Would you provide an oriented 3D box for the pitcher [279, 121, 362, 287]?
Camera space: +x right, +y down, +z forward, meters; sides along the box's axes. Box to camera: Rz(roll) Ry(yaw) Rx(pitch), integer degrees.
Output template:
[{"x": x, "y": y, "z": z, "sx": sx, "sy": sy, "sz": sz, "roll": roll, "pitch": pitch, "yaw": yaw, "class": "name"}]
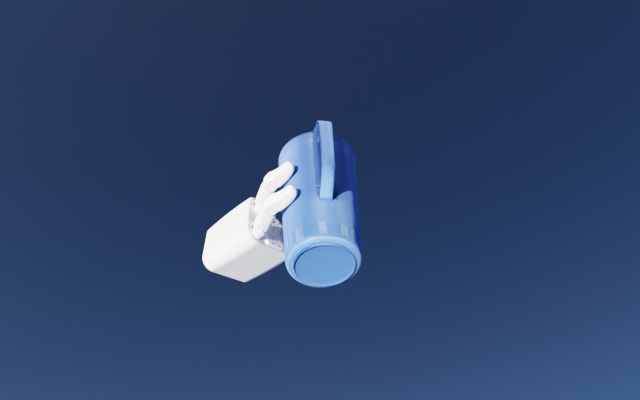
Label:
[{"x": 0.000, "y": 0.003, "z": 0.739, "sx": 0.145, "sy": 0.242, "sz": 0.149, "roll": -31, "pitch": -53, "yaw": 21, "class": "pitcher"}]
